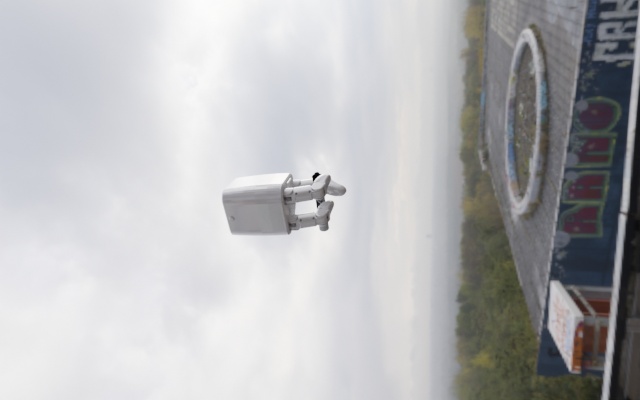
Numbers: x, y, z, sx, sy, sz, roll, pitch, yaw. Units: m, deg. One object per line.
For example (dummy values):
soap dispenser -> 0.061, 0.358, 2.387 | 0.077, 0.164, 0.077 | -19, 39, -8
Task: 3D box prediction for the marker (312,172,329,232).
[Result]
marker -> 0.000, 0.003, 0.863 | 0.020, 0.121, 0.020 | -5, 33, 4
